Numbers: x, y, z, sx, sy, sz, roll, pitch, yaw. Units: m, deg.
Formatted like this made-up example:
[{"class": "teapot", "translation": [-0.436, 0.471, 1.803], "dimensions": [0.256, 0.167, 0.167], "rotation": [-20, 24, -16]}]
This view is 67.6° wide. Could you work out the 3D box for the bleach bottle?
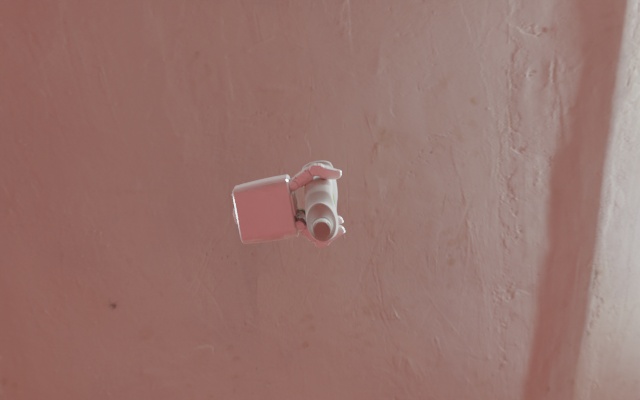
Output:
[{"class": "bleach bottle", "translation": [0.000, 0.003, 0.879], "dimensions": [0.068, 0.102, 0.250], "rotation": [-10, 17, 3]}]
